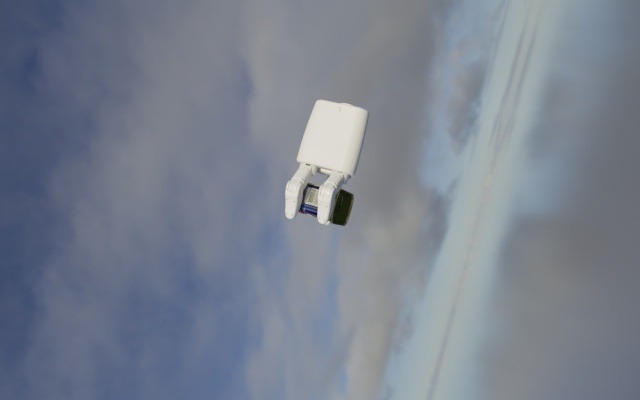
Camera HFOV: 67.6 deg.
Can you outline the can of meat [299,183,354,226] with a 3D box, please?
[{"bbox_3d":[0.000,0.003,0.794,0.084,0.057,0.102,16,-1,18],"label":"can of meat"}]
